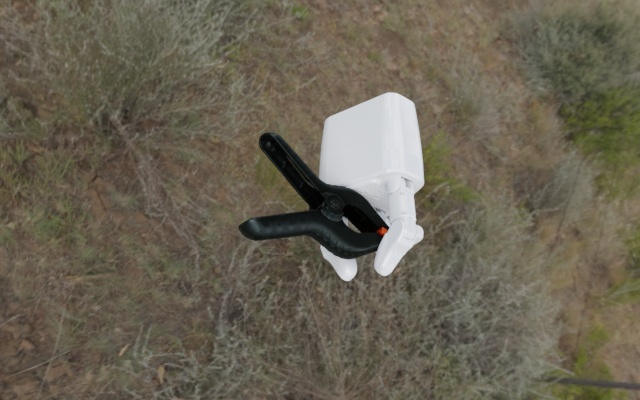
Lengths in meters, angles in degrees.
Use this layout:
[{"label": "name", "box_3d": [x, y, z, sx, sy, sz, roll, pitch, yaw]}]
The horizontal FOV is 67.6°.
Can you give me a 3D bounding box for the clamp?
[{"label": "clamp", "box_3d": [0.001, 0.001, 0.479, 0.171, 0.120, 0.039, 20, -32, -32]}]
